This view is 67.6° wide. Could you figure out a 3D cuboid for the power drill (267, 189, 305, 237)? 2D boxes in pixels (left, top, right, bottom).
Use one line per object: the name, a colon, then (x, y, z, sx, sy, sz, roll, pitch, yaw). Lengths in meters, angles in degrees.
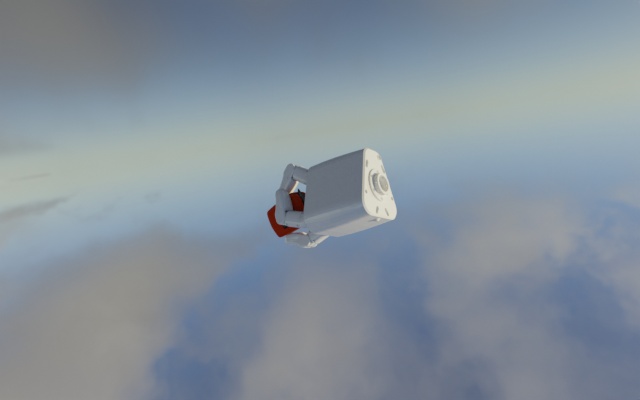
power drill: (0.000, 0.003, 0.852, 0.187, 0.057, 0.184, -25, -7, -38)
